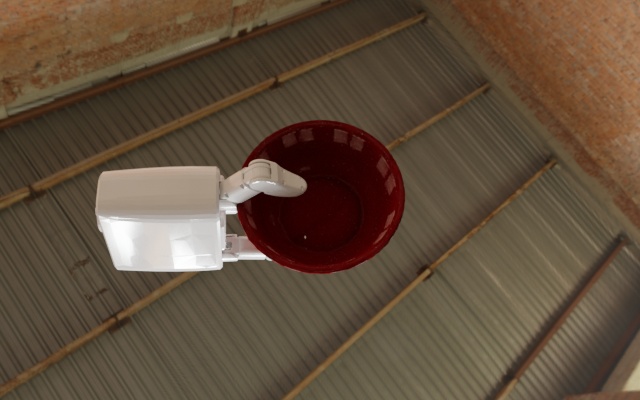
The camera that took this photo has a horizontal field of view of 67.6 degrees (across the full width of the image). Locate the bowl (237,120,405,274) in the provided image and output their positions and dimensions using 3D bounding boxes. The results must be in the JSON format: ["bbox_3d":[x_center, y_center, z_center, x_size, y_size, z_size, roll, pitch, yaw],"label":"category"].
[{"bbox_3d":[0.001,0.002,0.476,0.162,0.162,0.055,0,-25,1],"label":"bowl"}]
